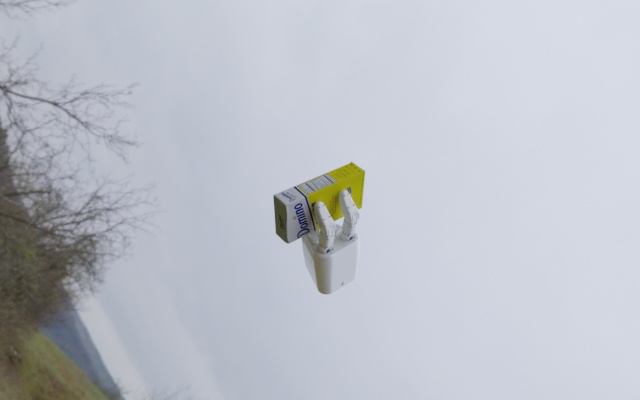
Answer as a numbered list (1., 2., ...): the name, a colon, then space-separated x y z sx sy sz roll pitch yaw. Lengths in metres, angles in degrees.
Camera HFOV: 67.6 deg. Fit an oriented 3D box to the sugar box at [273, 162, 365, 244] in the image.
1. sugar box: 0.001 0.003 0.867 0.176 0.093 0.048 -27 46 -29
